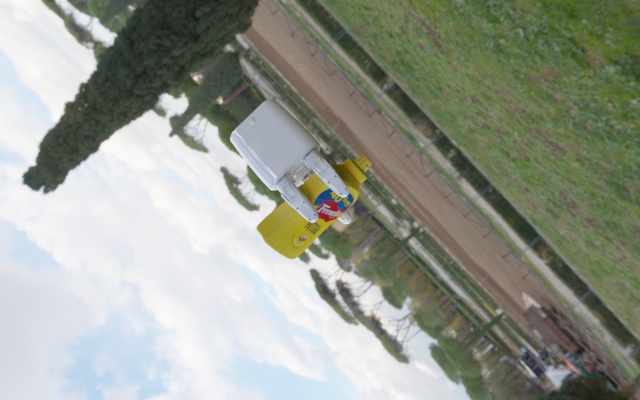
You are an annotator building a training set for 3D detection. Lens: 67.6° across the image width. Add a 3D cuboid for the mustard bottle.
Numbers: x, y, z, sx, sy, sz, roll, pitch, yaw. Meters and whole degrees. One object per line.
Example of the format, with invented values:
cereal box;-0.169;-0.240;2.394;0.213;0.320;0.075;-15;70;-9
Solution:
mustard bottle;0.000;0.003;0.714;0.058;0.191;0.096;50;5;37
